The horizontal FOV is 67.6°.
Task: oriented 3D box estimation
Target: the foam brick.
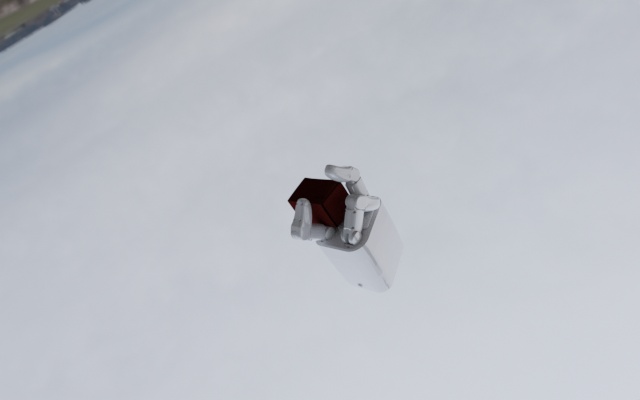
[{"bbox_3d":[0.000,0.002,0.721,0.078,0.053,0.051,8,-38,46],"label":"foam brick"}]
